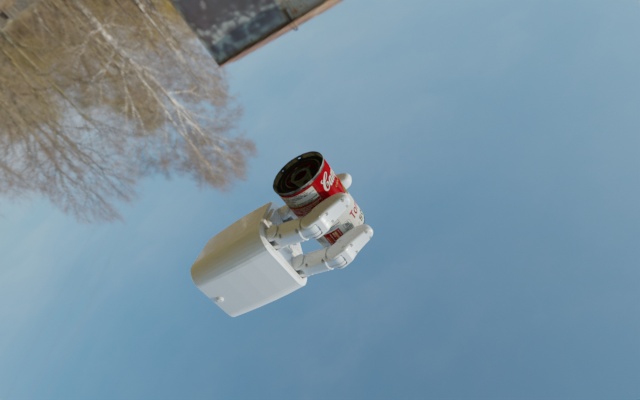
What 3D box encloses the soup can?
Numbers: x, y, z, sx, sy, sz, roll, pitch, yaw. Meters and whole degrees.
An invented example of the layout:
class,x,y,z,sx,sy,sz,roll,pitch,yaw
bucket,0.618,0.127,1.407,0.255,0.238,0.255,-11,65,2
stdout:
class,x,y,z,sx,sy,sz,roll,pitch,yaw
soup can,0.001,0.002,0.565,0.068,0.068,0.102,0,-42,44
